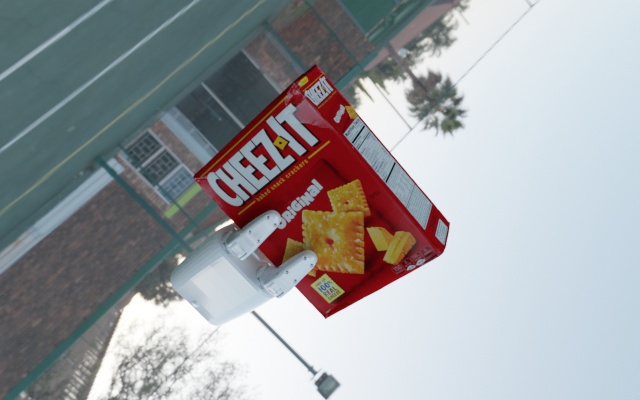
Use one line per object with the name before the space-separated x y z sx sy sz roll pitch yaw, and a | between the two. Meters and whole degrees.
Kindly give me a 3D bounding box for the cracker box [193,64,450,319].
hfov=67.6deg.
cracker box | 0.000 0.002 0.490 0.164 0.214 0.072 -36 12 32
